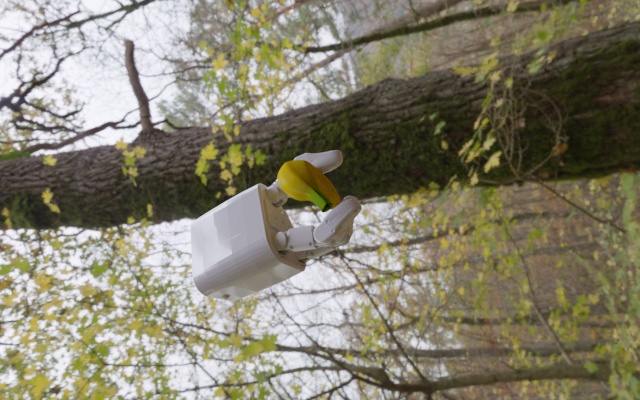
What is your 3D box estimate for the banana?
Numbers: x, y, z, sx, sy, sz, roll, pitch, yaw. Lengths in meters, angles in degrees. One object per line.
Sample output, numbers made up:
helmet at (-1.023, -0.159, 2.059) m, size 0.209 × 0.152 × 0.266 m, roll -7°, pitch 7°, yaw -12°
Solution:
banana at (-0.011, -0.013, 0.523) m, size 0.037 × 0.069 × 0.198 m, roll -37°, pitch -3°, yaw 6°
